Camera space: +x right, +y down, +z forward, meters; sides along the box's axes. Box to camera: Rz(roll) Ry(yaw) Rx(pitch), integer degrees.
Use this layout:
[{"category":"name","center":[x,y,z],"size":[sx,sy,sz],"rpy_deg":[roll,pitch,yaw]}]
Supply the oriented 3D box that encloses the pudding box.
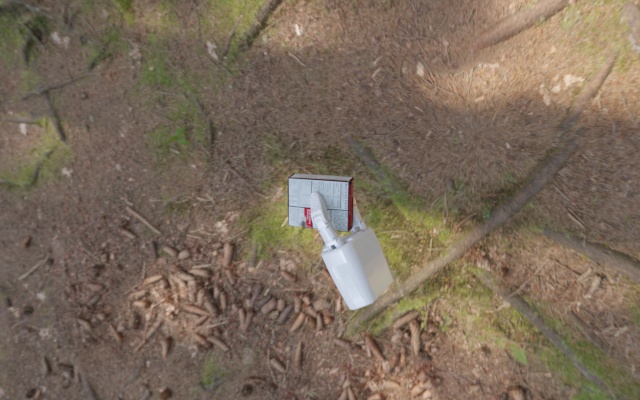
[{"category":"pudding box","center":[0.000,0.003,0.817],"size":[0.113,0.090,0.039],"rpy_deg":[5,13,15]}]
